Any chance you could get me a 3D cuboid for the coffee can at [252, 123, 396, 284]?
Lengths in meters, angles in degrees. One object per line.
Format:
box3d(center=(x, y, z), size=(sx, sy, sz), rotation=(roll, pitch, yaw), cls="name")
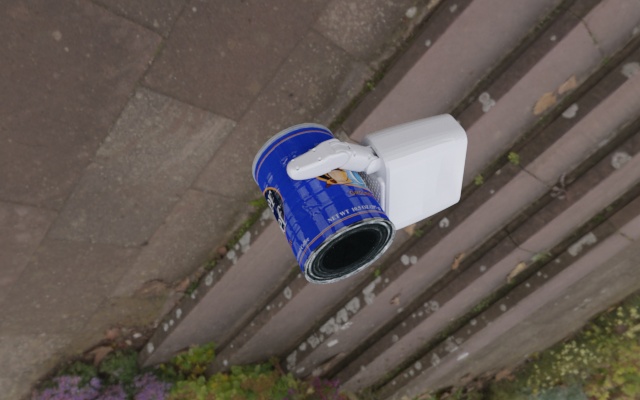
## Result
box3d(center=(0.000, 0.002, 0.508), size=(0.103, 0.140, 0.103), rotation=(-22, -33, -15), cls="coffee can")
